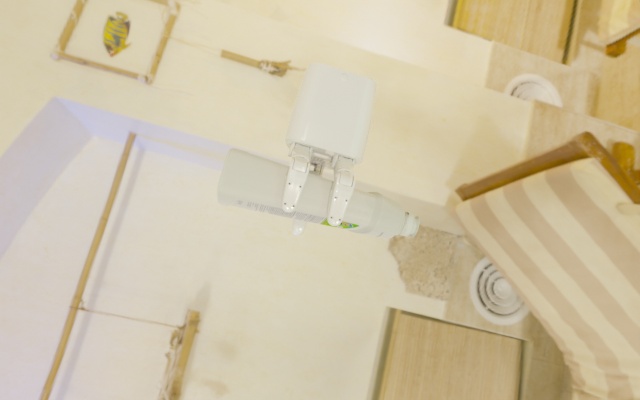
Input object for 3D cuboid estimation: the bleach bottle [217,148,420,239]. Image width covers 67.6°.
[{"bbox_3d":[0.000,0.002,0.604,0.251,0.068,0.102,15,-9,-8],"label":"bleach bottle"}]
